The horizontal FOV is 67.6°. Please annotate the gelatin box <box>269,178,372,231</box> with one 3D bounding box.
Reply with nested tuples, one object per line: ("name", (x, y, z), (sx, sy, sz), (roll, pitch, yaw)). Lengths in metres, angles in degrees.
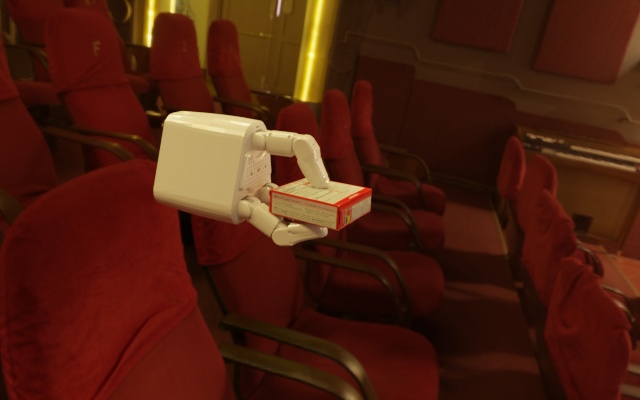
("gelatin box", (0.000, 0.001, 0.516), (0.089, 0.030, 0.073), (12, 20, 30))
